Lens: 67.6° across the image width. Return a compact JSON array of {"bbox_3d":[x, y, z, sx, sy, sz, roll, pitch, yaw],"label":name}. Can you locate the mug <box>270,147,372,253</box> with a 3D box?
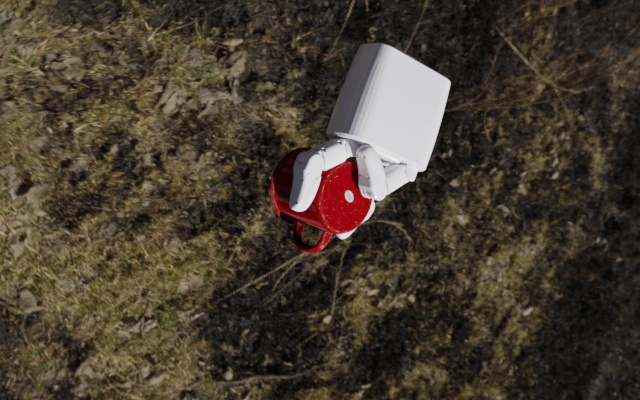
[{"bbox_3d":[0.000,0.003,0.535,0.093,0.117,0.081,21,-3,-41],"label":"mug"}]
